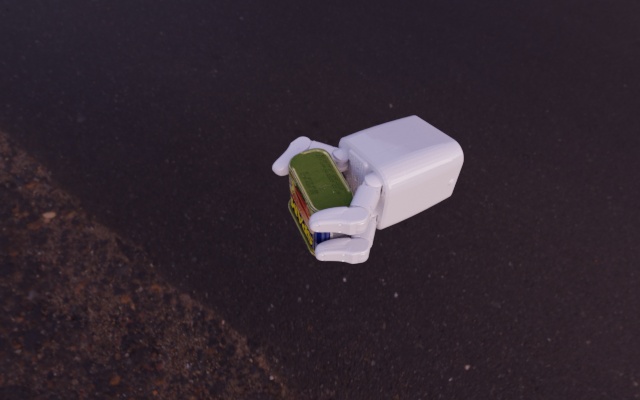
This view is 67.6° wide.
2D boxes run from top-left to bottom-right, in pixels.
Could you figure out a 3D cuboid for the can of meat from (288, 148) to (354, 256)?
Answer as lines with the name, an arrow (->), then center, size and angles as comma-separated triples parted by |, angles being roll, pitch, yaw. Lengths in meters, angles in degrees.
can of meat -> 0.000, 0.002, 0.559 | 0.057, 0.102, 0.084 | -19, -35, -14
